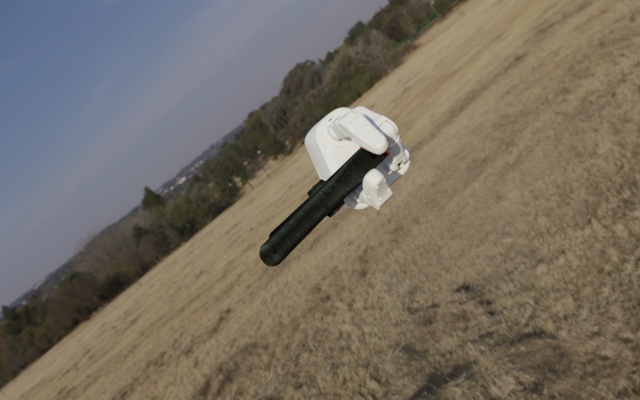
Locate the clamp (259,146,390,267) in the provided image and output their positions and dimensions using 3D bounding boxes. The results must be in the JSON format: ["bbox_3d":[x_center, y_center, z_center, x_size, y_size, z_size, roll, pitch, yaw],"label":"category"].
[{"bbox_3d":[0.000,0.001,0.513,0.171,0.039,0.120,-42,9,-7],"label":"clamp"}]
